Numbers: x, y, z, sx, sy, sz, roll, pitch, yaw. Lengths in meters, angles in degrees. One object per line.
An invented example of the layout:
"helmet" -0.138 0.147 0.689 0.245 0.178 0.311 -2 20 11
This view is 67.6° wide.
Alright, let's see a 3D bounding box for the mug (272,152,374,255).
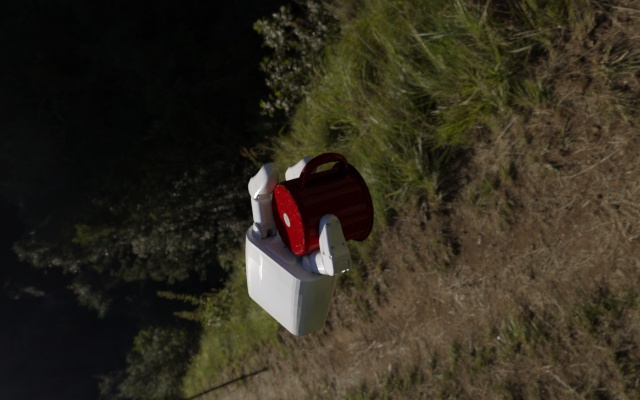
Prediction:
"mug" 0.000 0.001 0.514 0.081 0.117 0.093 -16 44 -27
